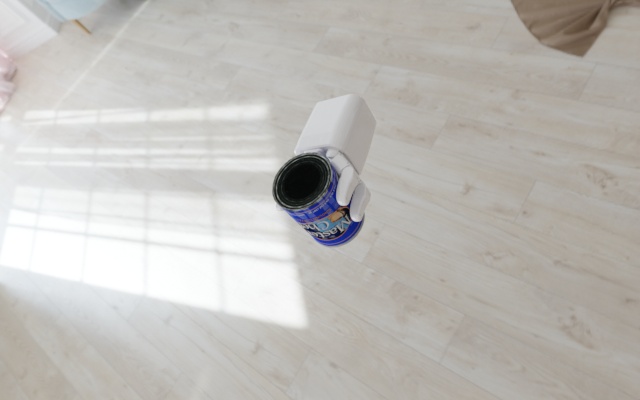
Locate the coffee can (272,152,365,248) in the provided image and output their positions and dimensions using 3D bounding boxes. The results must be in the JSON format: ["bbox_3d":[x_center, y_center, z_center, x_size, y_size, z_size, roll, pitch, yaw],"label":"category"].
[{"bbox_3d":[0.000,0.003,0.775,0.103,0.102,0.140,0,-28,28],"label":"coffee can"}]
